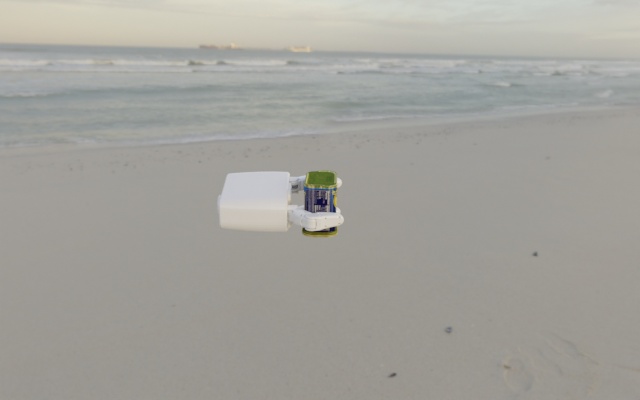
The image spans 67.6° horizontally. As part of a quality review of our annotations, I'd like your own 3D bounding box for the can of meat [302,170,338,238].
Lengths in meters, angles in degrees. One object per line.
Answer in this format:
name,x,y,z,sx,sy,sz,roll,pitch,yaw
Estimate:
can of meat,0.000,0.002,0.774,0.057,0.084,0.102,1,17,1
